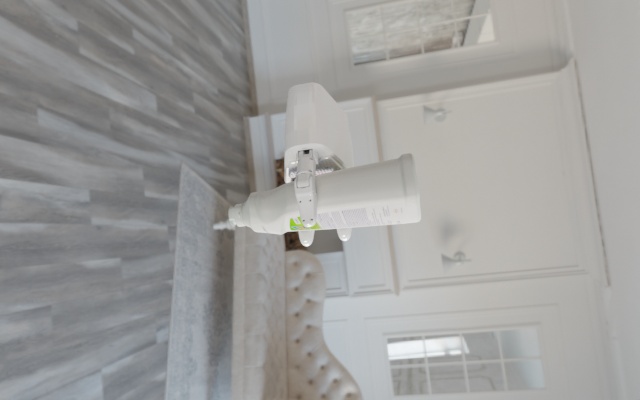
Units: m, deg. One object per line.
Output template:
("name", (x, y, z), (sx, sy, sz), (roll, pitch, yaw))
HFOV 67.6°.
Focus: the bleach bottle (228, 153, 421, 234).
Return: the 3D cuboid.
("bleach bottle", (0.000, 0.002, 0.622), (0.251, 0.068, 0.103), (-7, -28, 10))
